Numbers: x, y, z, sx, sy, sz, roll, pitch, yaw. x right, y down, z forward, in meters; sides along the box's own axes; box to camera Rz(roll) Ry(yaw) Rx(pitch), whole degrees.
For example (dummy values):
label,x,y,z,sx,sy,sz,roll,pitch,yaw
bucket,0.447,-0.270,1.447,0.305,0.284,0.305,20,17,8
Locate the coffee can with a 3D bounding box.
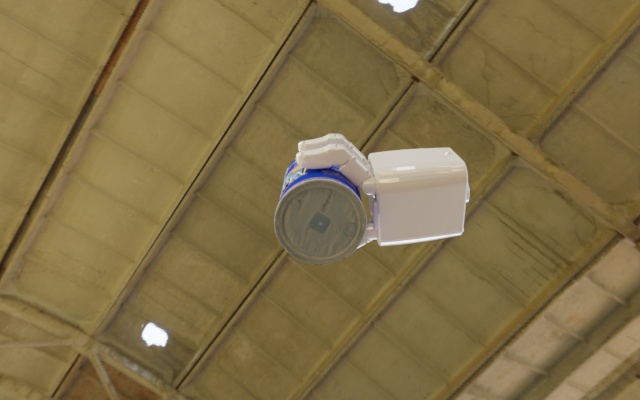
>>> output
label,x,y,z,sx,sy,sz,roll,pitch,yaw
coffee can,0.000,0.002,0.592,0.103,0.103,0.140,0,20,0
